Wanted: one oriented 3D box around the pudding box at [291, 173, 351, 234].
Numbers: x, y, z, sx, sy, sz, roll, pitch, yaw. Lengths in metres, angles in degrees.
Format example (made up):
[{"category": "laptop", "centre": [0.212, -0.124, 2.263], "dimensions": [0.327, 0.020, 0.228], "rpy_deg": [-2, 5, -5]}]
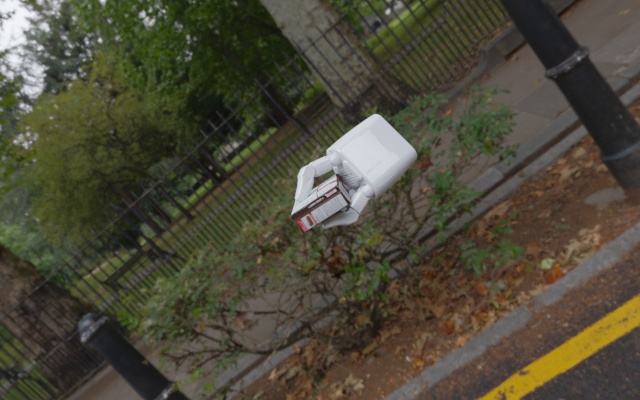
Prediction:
[{"category": "pudding box", "centre": [0.000, 0.002, 0.766], "dimensions": [0.090, 0.039, 0.113], "rpy_deg": [-34, 8, 8]}]
